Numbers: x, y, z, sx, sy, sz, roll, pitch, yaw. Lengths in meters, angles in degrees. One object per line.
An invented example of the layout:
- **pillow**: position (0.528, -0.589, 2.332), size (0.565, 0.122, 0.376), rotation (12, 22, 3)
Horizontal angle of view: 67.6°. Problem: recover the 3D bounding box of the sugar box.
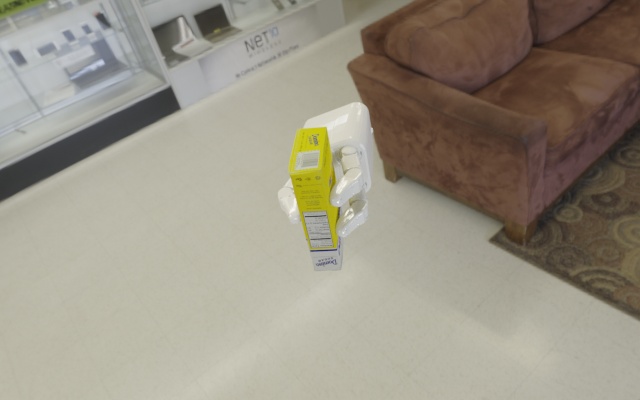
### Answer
- **sugar box**: position (0.001, 0.002, 0.630), size (0.048, 0.176, 0.093), rotation (-5, 42, 12)
